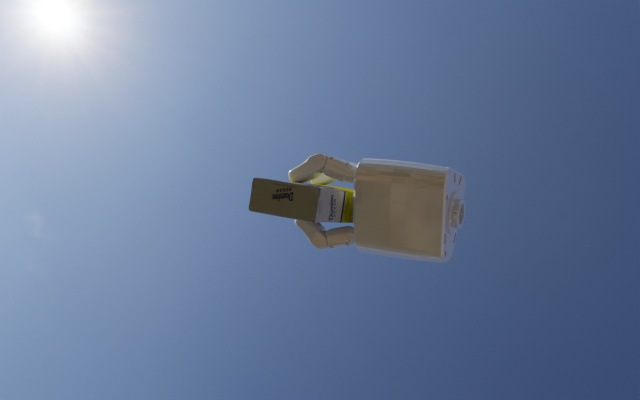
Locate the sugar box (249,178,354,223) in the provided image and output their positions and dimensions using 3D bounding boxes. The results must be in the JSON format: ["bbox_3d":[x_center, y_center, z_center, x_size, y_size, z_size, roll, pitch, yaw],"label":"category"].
[{"bbox_3d":[0.000,0.001,0.604,0.093,0.048,0.176,9,0,29],"label":"sugar box"}]
